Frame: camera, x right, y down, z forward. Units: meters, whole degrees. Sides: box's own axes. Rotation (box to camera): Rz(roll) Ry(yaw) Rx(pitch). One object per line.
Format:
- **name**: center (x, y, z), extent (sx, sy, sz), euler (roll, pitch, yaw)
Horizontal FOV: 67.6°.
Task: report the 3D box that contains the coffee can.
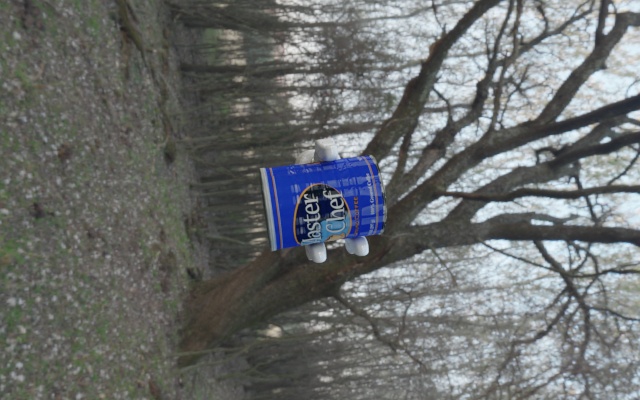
- **coffee can**: center (0.000, 0.002, 0.595), extent (0.140, 0.103, 0.103), euler (-8, 1, -8)
